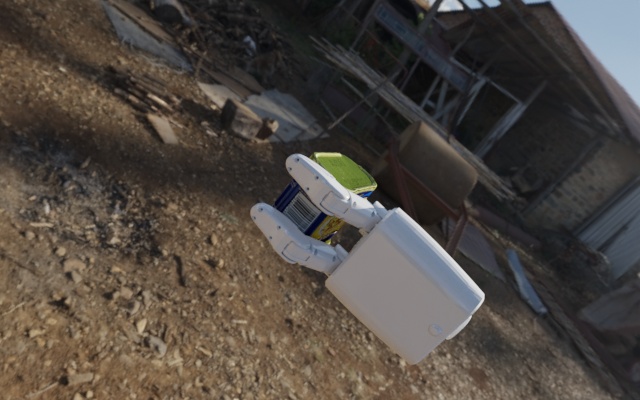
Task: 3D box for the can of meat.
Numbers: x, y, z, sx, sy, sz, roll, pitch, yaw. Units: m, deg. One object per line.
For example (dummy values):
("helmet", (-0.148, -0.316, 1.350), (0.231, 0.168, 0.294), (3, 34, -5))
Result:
("can of meat", (0.000, 0.001, 0.460), (0.057, 0.084, 0.102), (45, 20, 13))
